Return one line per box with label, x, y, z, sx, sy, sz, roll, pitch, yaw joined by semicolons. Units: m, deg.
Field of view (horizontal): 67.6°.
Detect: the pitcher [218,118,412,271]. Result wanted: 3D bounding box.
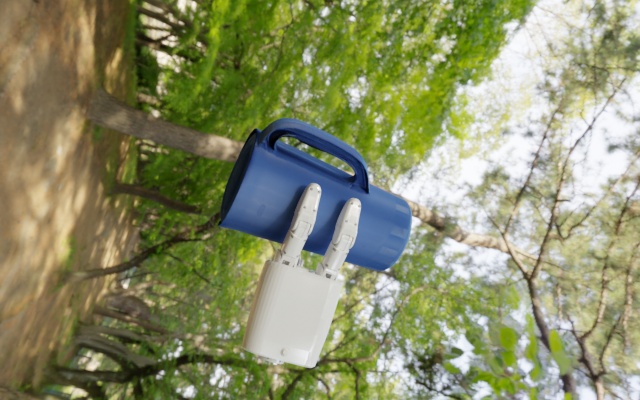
pitcher;0.000;0.002;0.630;0.243;0.145;0.149;21;-10;-17
